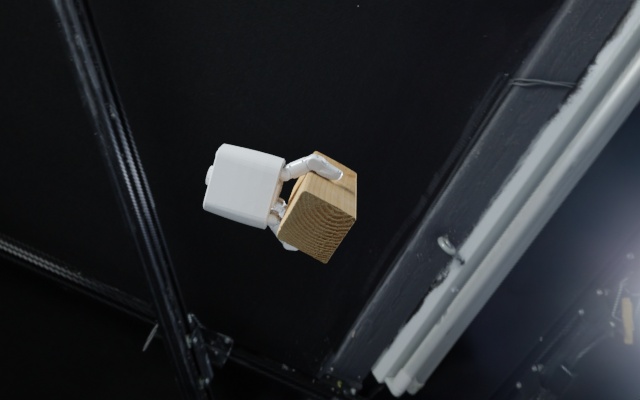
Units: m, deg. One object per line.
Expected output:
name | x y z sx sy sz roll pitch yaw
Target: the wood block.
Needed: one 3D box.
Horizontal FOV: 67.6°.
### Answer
wood block | 0.000 0.002 0.792 0.090 0.091 0.206 29 21 -7
